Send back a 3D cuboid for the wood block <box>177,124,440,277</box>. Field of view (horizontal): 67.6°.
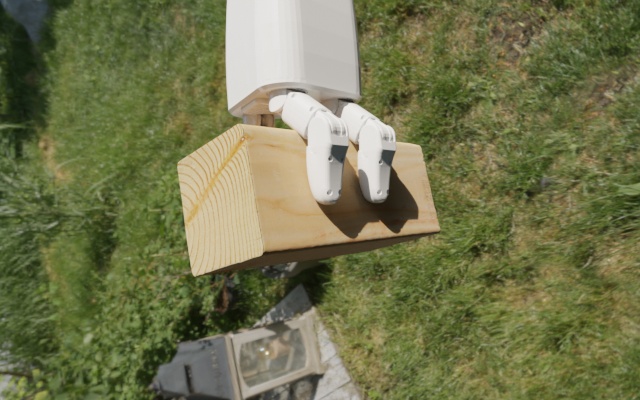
[{"bbox_3d":[0.000,0.001,0.401,0.206,0.090,0.091,-1,-13,-45],"label":"wood block"}]
